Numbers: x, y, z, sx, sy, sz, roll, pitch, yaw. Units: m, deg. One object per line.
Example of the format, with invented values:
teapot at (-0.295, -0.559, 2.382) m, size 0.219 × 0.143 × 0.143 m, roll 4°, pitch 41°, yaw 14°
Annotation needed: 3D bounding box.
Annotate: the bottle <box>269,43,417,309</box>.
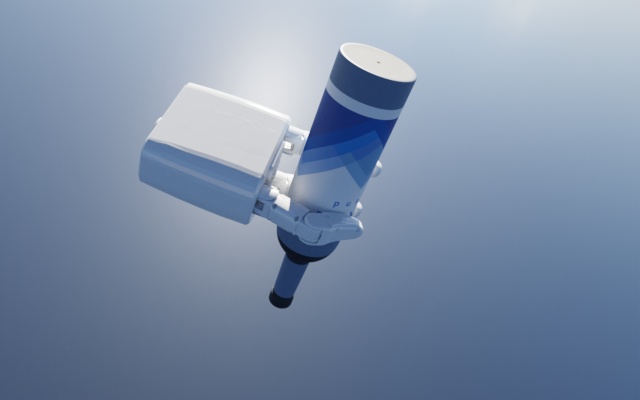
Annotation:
bottle at (0.000, 0.001, 0.463) m, size 0.069 × 0.296 × 0.069 m, roll 15°, pitch 35°, yaw -11°
